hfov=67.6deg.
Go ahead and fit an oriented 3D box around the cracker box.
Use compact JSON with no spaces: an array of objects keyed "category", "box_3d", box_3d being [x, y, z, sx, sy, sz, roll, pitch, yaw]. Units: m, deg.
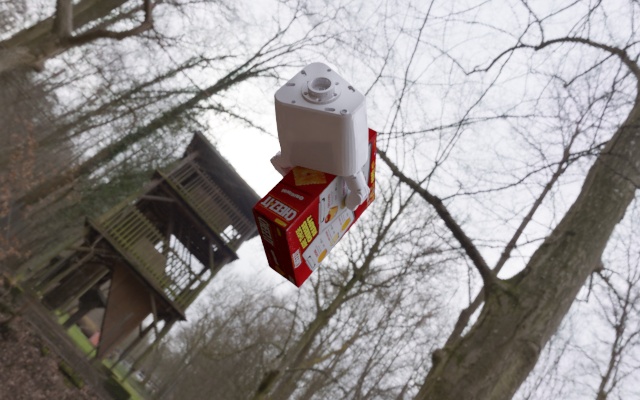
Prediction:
[{"category":"cracker box","box_3d":[0.000,0.002,0.724,0.072,0.213,0.164,30,-29,24]}]
